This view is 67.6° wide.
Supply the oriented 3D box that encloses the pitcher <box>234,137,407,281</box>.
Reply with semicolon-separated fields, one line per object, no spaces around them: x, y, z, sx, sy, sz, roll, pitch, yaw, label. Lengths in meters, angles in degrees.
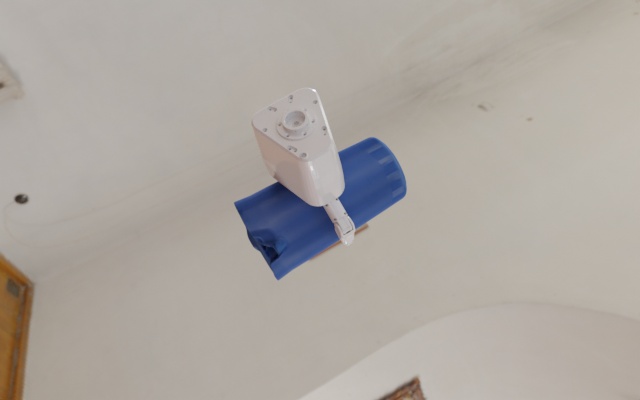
0.000;0.002;0.731;0.243;0.149;0.145;-29;-29;-7;pitcher
